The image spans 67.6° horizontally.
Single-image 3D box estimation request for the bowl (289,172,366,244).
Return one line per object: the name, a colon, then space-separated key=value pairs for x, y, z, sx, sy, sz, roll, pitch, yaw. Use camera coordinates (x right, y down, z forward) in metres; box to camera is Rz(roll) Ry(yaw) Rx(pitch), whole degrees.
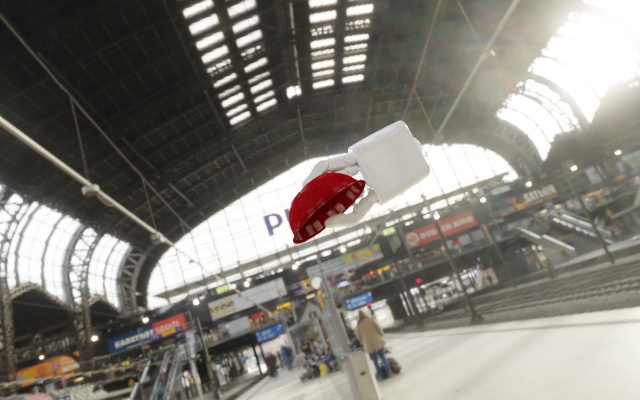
bowl: x=-0.001 y=0.003 z=0.816 sx=0.162 sy=0.055 sz=0.162 roll=-38 pitch=-15 yaw=-12
